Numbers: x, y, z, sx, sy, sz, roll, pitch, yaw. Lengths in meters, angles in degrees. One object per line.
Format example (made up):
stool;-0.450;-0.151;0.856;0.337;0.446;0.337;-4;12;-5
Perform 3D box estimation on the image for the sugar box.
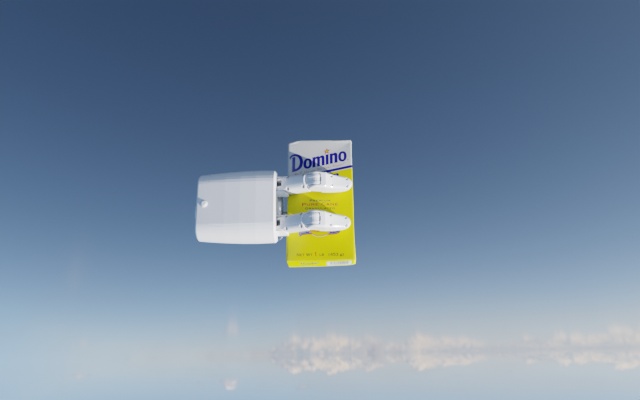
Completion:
sugar box;0.000;0.002;0.665;0.093;0.176;0.048;-2;-18;1
